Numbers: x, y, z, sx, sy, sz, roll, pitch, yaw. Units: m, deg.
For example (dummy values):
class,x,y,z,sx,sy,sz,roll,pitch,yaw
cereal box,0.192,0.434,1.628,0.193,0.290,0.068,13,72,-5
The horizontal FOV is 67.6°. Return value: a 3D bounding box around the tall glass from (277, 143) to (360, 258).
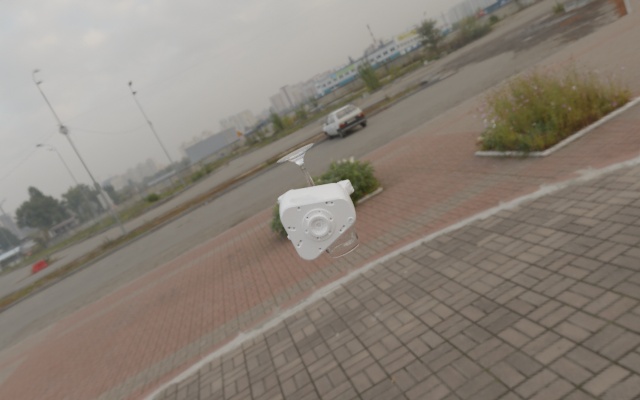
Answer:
class,x,y,z,sx,sy,sz,roll,pitch,yaw
tall glass,0.000,0.002,0.862,0.079,0.201,0.079,-26,12,6
